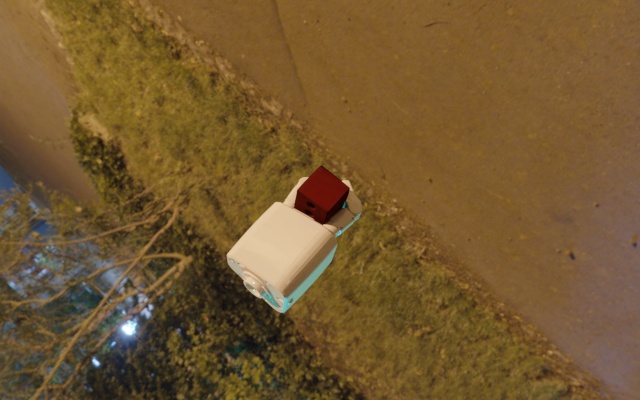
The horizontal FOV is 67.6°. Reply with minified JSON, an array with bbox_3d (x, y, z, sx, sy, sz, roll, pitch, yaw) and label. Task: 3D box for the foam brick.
[{"bbox_3d":[0.000,0.002,0.656,0.053,0.051,0.078,38,-27,13],"label":"foam brick"}]
